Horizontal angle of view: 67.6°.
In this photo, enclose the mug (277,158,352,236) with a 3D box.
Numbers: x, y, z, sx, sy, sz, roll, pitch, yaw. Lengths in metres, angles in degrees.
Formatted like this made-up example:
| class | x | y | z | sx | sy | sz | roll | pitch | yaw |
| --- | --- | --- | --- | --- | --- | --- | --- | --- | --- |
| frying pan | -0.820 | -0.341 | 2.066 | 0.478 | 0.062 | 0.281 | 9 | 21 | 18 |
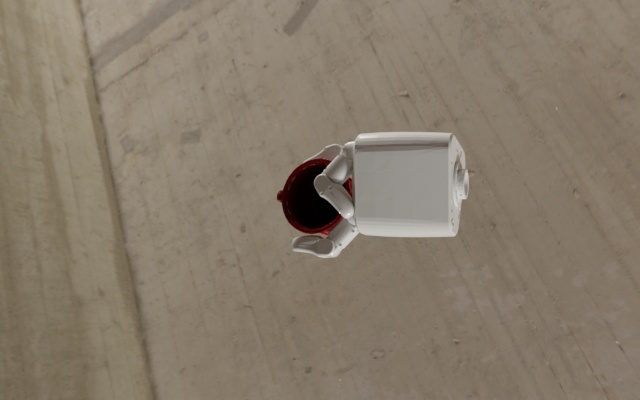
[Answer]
| class | x | y | z | sx | sy | sz | roll | pitch | yaw |
| --- | --- | --- | --- | --- | --- | --- | --- | --- | --- |
| mug | -0.001 | 0.002 | 0.614 | 0.117 | 0.093 | 0.081 | 2 | -11 | 27 |
